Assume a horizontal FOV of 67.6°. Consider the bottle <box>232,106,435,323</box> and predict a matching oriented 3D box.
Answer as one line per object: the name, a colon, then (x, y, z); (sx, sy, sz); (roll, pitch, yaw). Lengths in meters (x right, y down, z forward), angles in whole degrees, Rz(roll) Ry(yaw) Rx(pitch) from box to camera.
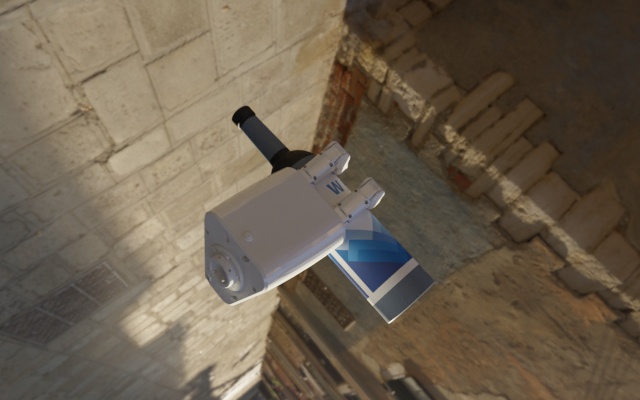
bottle: (0.000, 0.002, 0.538); (0.069, 0.295, 0.069); (-39, -14, -12)
